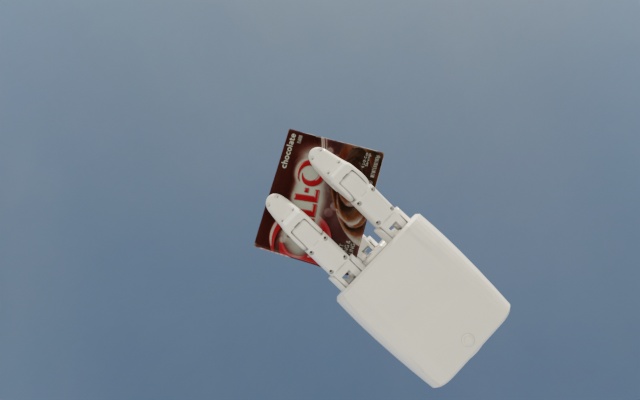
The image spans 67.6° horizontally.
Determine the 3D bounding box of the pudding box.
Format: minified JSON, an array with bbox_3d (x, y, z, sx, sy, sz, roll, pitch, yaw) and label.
[{"bbox_3d":[0.000,0.001,0.433,0.090,0.113,0.039,15,-8,7],"label":"pudding box"}]
